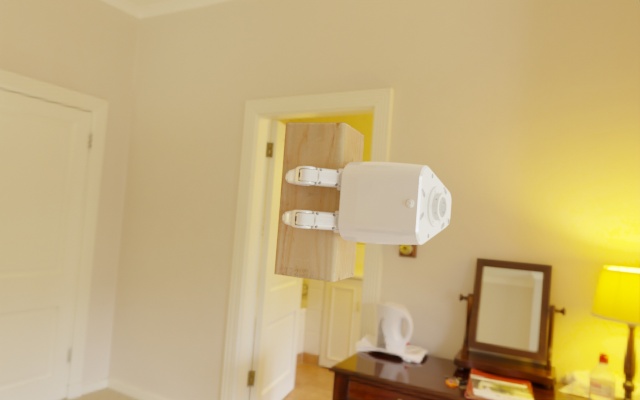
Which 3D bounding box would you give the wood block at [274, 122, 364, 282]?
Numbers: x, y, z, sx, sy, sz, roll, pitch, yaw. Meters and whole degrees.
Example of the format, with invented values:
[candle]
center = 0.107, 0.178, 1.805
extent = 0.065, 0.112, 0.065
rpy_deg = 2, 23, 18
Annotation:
[wood block]
center = 0.001, 0.002, 0.669
extent = 0.090, 0.206, 0.091
rpy_deg = 4, -2, 22
